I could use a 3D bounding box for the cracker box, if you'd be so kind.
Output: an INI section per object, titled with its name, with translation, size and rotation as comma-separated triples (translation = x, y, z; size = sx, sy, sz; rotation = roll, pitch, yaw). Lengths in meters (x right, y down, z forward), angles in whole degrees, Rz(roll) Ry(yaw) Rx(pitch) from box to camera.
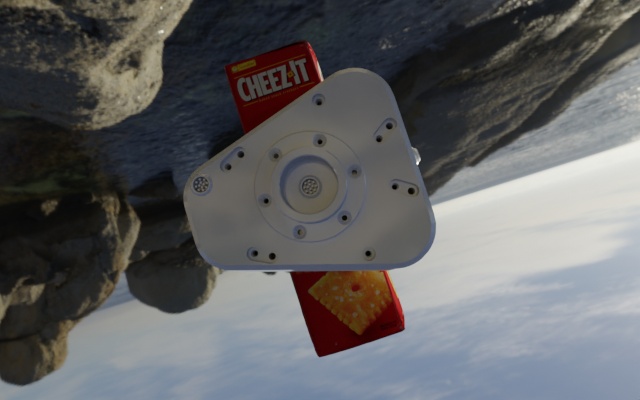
[cracker box]
translation = 0.000, 0.002, 0.404
size = 0.072, 0.213, 0.164
rotation = -18, -5, 2
